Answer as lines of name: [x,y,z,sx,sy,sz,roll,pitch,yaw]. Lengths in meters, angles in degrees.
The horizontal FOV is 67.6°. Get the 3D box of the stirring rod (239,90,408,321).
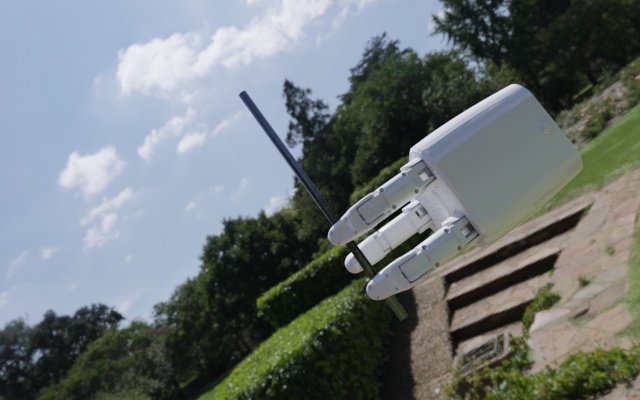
stirring rod: [0.000,0.001,0.413,0.011,0.239,0.011,-35,-6,-5]
